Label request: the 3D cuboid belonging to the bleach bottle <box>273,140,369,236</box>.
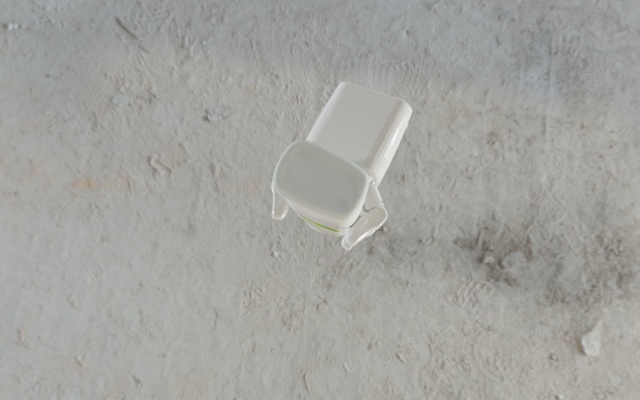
[{"bbox_3d":[0.000,0.002,0.617,0.102,0.068,0.251,26,-10,4],"label":"bleach bottle"}]
